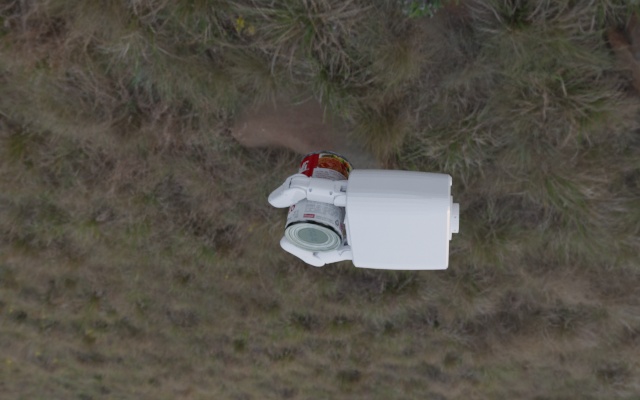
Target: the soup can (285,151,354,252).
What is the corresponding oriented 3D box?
[{"bbox_3d":[0.000,0.002,0.563,0.068,0.102,0.069,8,-33,5],"label":"soup can"}]
